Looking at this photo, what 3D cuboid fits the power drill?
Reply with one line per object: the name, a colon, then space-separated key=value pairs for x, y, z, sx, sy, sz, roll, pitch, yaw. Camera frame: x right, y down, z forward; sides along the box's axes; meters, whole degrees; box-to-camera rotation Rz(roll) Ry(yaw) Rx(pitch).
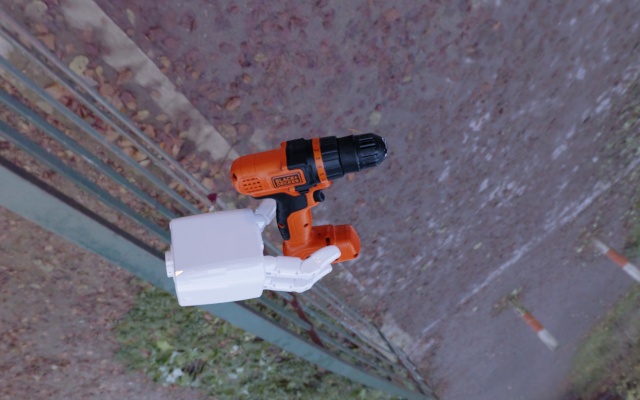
power drill: x=0.000 y=0.002 z=0.602 sx=0.184 sy=0.188 sz=0.057 roll=-9 pitch=43 yaw=7
